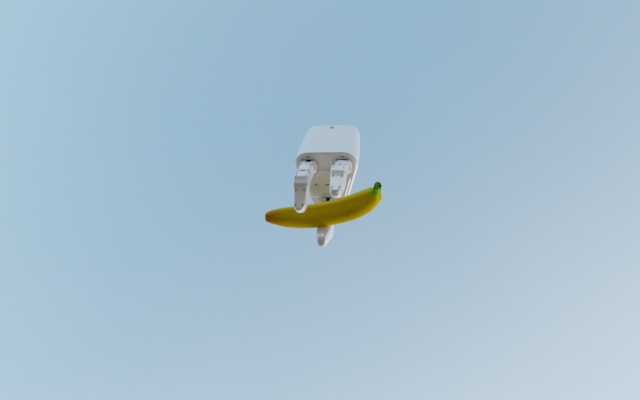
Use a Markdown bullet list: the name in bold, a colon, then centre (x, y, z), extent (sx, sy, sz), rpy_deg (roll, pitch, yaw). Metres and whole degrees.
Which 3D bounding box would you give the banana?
- **banana**: centre (0.013, 0.011, 0.715), extent (0.198, 0.037, 0.070), rpy_deg (-17, -40, 26)
